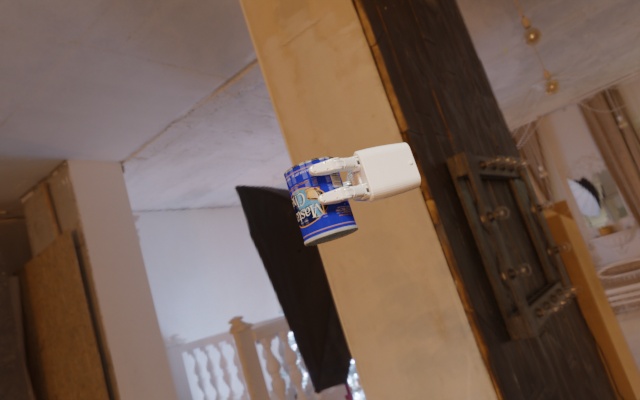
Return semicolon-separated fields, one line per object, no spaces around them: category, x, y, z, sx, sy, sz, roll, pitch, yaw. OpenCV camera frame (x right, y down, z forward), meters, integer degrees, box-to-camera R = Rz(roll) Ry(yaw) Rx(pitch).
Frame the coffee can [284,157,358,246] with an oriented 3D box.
coffee can;0.000;0.003;0.888;0.103;0.140;0.103;-17;-11;-3
